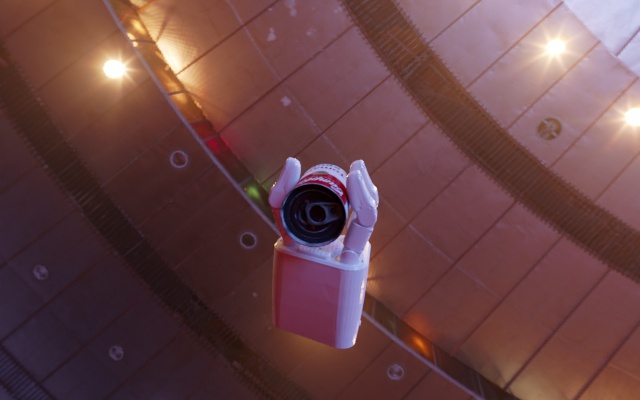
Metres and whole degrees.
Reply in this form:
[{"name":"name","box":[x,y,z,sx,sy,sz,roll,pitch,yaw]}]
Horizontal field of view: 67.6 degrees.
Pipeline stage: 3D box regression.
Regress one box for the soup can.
[{"name":"soup can","box":[0.000,0.001,0.527,0.068,0.068,0.102,0,16,9]}]
